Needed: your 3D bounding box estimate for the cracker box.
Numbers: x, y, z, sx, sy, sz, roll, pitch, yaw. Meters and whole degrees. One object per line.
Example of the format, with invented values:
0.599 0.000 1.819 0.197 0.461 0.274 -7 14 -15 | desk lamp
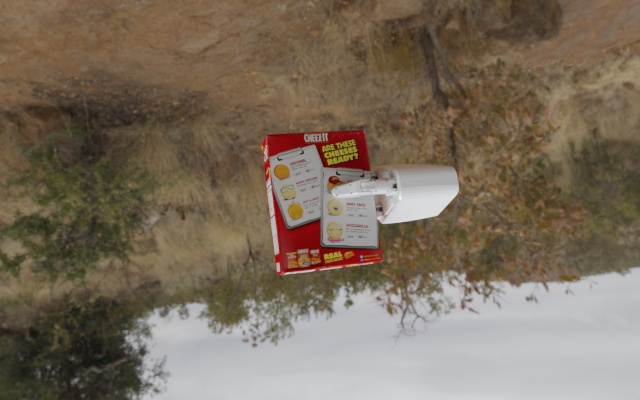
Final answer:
0.000 0.003 0.762 0.164 0.213 0.072 -5 -9 -16 | cracker box
